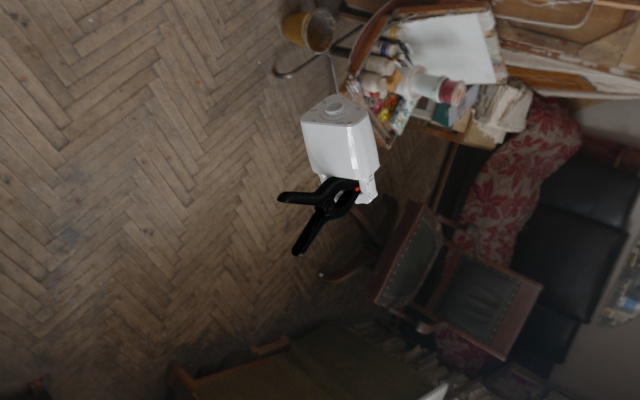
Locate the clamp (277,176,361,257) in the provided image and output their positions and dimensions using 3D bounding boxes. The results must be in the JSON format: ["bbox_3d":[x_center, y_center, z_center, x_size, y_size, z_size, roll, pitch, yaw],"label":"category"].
[{"bbox_3d":[0.001,0.003,0.797,0.039,0.120,0.171,25,55,39],"label":"clamp"}]
